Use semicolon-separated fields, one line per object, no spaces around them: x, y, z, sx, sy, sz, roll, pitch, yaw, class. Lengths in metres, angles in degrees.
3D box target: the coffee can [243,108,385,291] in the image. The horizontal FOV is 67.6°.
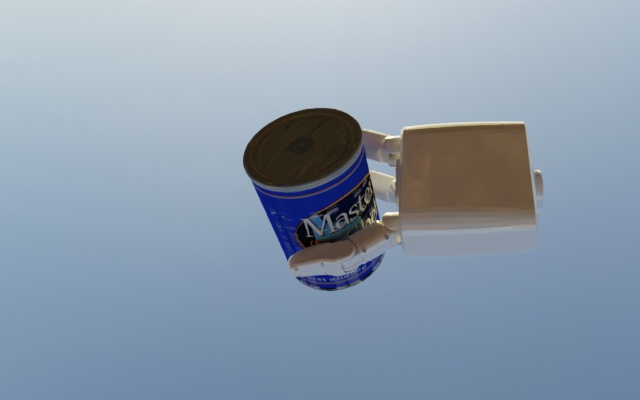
0.000;0.001;0.442;0.103;0.102;0.140;0;-44;19;coffee can
